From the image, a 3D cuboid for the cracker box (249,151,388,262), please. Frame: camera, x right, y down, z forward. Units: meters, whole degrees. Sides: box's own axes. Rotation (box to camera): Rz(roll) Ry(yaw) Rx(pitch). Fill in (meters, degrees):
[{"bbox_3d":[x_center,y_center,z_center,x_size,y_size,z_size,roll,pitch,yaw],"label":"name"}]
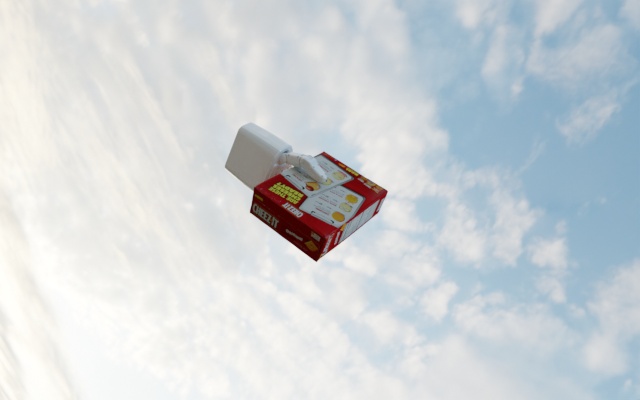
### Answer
[{"bbox_3d":[0.000,0.003,0.895,0.164,0.072,0.213,34,40,21],"label":"cracker box"}]
